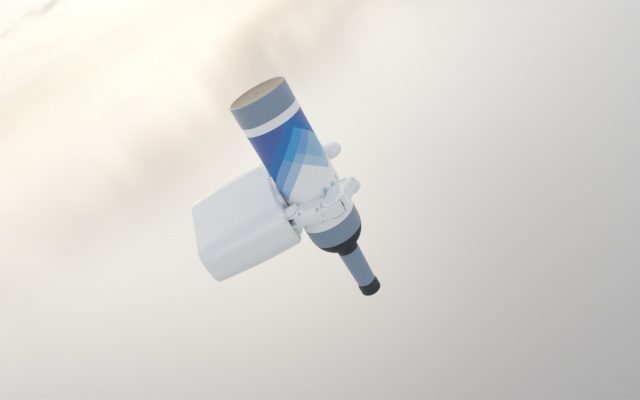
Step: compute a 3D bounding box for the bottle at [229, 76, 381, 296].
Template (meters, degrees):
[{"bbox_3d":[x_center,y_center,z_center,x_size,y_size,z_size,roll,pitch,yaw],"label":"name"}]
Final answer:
[{"bbox_3d":[0.000,0.002,0.560,0.069,0.296,0.069,-24,27,13],"label":"bottle"}]
